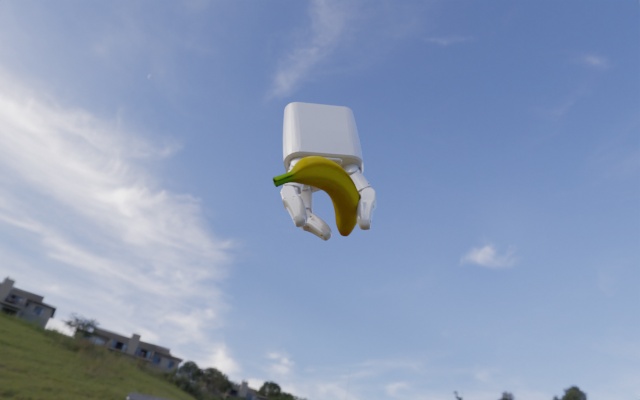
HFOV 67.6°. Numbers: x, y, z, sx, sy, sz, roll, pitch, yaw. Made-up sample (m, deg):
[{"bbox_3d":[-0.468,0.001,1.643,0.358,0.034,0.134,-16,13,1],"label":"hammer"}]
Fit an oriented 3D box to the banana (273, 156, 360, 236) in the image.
[{"bbox_3d":[0.014,-0.009,0.623,0.069,0.037,0.198,-31,-36,14],"label":"banana"}]
